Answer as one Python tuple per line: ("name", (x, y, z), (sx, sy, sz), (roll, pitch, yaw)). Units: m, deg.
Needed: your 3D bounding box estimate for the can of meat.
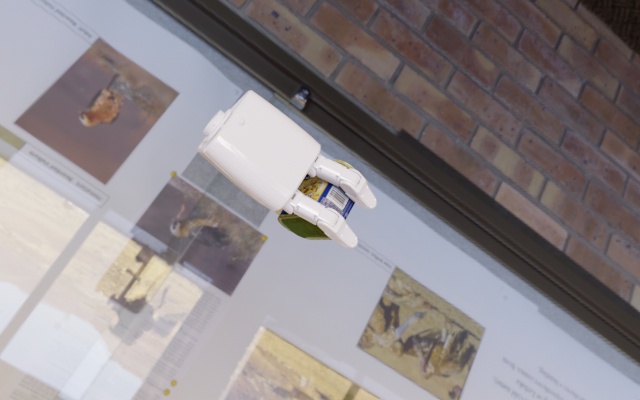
("can of meat", (0.000, 0.002, 0.612), (0.057, 0.084, 0.102), (41, -24, -22))
